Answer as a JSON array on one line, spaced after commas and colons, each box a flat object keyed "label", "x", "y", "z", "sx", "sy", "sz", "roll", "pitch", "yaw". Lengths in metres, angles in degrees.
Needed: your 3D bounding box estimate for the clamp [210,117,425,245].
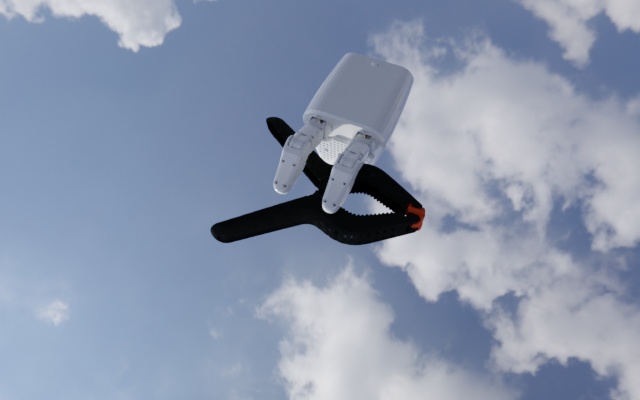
[{"label": "clamp", "x": 0.001, "y": 0.002, "z": 0.499, "sx": 0.210, "sy": 0.164, "sz": 0.036, "roll": 21, "pitch": -27, "yaw": 15}]
